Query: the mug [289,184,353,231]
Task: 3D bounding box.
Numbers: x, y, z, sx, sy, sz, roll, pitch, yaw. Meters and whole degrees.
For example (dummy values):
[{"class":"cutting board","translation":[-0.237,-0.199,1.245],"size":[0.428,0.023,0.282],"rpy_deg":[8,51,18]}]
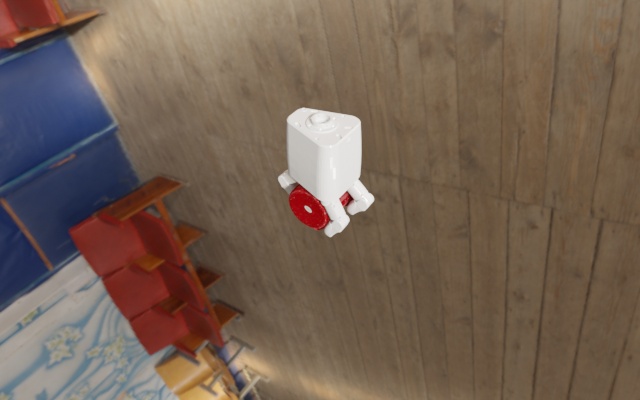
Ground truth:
[{"class":"mug","translation":[0.000,0.004,0.826],"size":[0.093,0.117,0.081],"rpy_deg":[24,48,26]}]
